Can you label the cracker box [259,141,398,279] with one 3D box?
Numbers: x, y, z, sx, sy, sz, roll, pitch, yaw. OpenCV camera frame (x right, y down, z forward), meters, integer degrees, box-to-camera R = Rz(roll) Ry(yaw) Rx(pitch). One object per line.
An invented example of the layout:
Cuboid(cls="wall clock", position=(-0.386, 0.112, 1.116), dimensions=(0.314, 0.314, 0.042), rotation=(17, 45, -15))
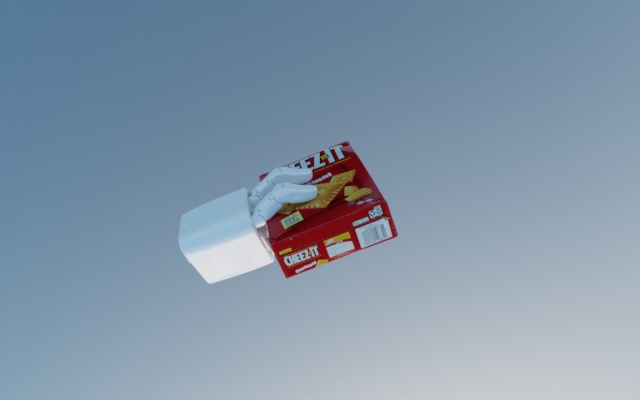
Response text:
Cuboid(cls="cracker box", position=(0.000, 0.003, 0.714), dimensions=(0.164, 0.072, 0.213), rotation=(-21, 31, 0))
